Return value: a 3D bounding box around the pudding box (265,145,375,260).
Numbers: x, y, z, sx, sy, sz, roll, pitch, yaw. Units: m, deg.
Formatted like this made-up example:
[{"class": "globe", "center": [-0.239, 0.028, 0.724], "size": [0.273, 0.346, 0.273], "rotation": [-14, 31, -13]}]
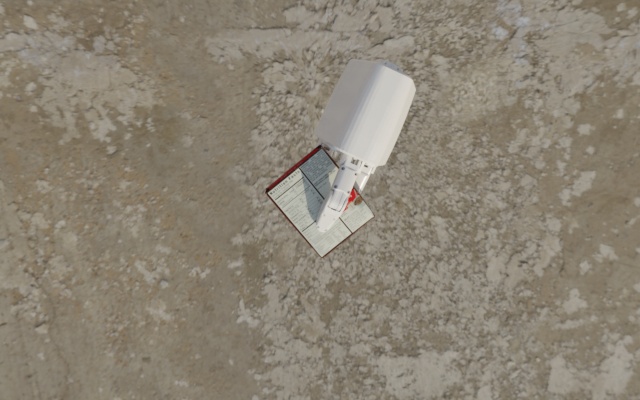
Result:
[{"class": "pudding box", "center": [0.000, 0.002, 0.590], "size": [0.090, 0.113, 0.039], "rotation": [-38, 9, 4]}]
